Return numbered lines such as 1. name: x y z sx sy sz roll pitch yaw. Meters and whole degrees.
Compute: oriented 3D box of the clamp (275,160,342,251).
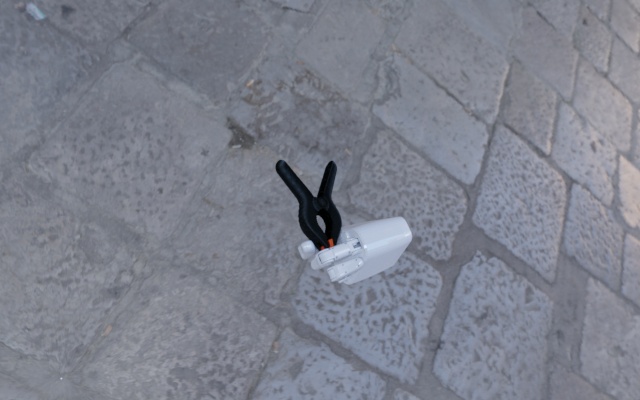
1. clamp: 0.000 0.003 0.810 0.120 0.171 0.039 -14 -11 -31
